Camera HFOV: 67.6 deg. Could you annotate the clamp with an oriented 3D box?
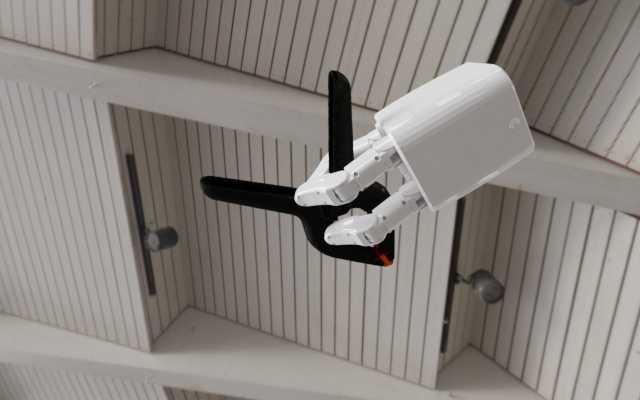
[{"bbox_3d":[0.000,0.001,0.469,0.164,0.210,0.036,-31,31,9],"label":"clamp"}]
